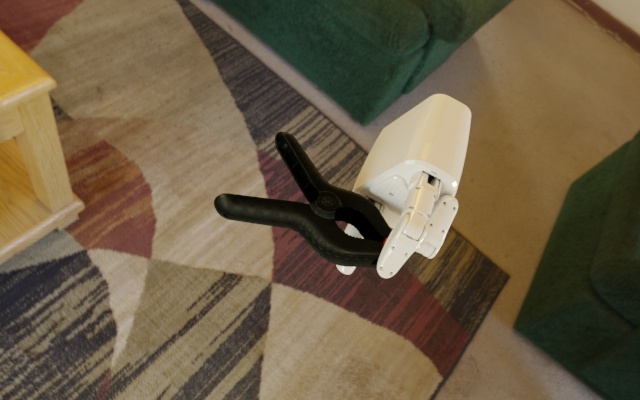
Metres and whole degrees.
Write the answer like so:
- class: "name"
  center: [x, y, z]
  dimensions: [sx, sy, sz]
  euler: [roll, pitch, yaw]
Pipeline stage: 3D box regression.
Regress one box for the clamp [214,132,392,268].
- class: "clamp"
  center: [0.000, 0.001, 0.453]
  dimensions: [0.171, 0.120, 0.039]
  euler: [27, -34, -3]
